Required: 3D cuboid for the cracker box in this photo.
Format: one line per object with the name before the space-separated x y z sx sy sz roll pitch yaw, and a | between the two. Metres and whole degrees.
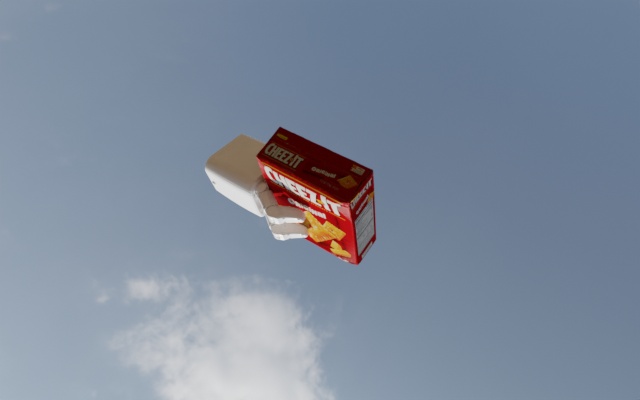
cracker box | 0.000 0.002 0.755 0.164 0.072 0.214 27 -24 22
